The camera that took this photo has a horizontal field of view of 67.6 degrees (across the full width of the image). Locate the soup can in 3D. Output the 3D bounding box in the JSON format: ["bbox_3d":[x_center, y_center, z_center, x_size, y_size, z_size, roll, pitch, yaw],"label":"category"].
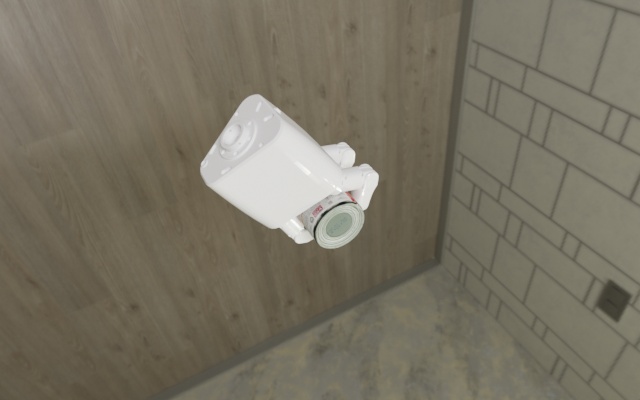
[{"bbox_3d":[0.000,0.002,0.583,0.068,0.068,0.102,0,34,-33],"label":"soup can"}]
